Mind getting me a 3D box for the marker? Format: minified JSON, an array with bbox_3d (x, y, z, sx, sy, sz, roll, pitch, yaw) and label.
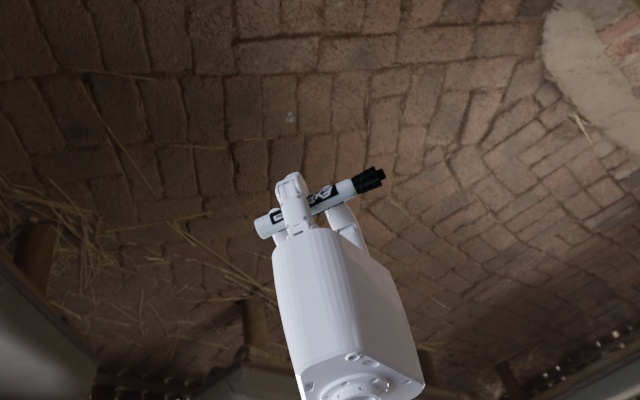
[{"bbox_3d":[0.000,0.001,0.415,0.121,0.020,0.020,-24,-4,8],"label":"marker"}]
